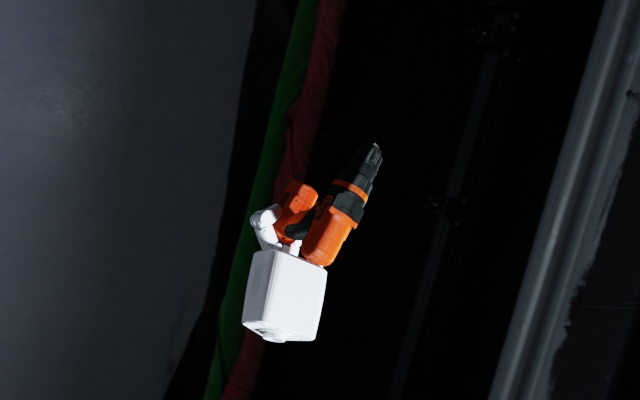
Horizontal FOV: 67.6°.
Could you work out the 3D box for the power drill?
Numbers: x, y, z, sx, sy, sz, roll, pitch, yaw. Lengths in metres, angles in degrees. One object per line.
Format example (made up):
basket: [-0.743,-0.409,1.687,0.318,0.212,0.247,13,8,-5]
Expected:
power drill: [0.000,0.003,0.699,0.057,0.184,0.187,36,-17,-21]
